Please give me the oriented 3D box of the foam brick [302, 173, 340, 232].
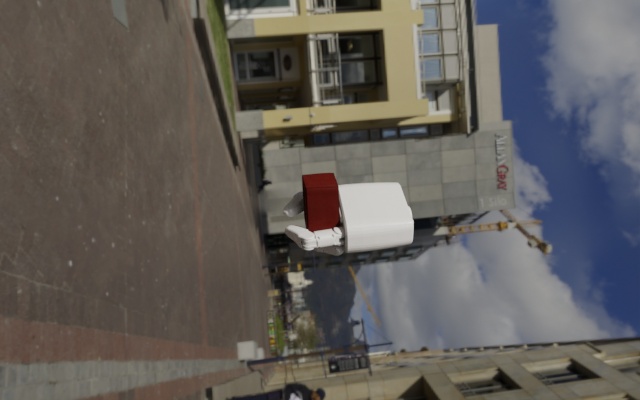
[{"bbox_3d":[0.000,0.002,0.735,0.051,0.078,0.053,-5,28,-4],"label":"foam brick"}]
